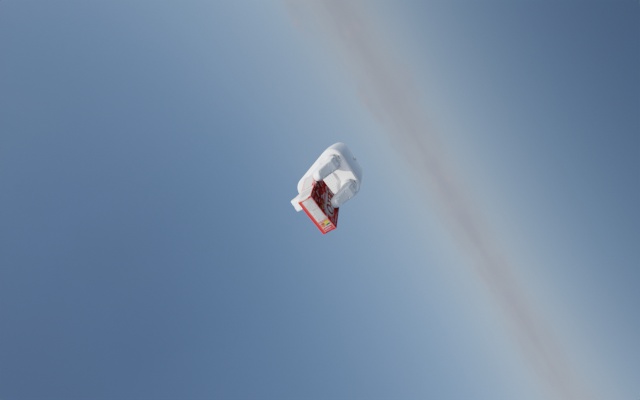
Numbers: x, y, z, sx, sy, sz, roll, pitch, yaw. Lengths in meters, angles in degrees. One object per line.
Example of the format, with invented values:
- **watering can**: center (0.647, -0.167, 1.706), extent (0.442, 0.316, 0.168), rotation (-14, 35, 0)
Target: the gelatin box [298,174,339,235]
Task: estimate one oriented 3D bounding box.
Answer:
- **gelatin box**: center (0.000, 0.003, 0.801), extent (0.030, 0.073, 0.089), rotation (-29, 22, 22)
